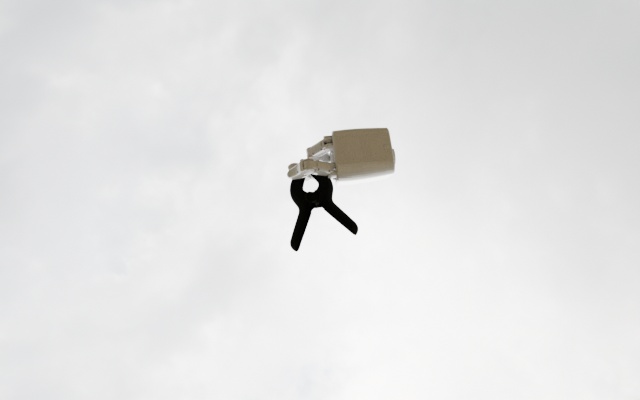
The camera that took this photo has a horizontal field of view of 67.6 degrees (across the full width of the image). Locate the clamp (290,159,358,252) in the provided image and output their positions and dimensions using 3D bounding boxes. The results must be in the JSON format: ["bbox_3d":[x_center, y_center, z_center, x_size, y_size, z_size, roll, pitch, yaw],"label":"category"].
[{"bbox_3d":[0.000,0.003,0.852,0.120,0.171,0.039,-5,-21,-2],"label":"clamp"}]
